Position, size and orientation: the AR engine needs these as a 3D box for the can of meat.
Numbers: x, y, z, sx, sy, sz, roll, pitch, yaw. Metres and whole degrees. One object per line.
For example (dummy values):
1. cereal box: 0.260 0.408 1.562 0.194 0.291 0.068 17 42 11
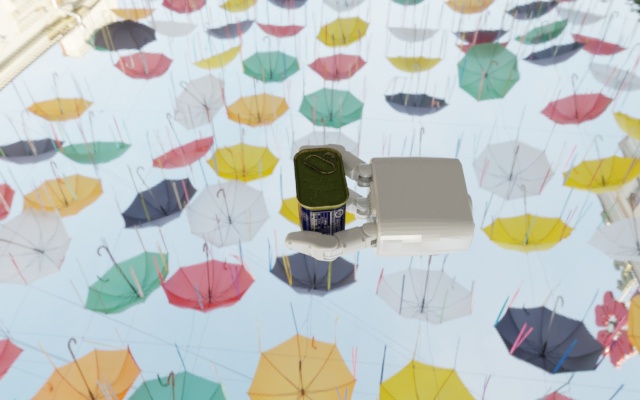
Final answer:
1. can of meat: 0.000 0.002 0.562 0.057 0.084 0.102 -4 44 -3
